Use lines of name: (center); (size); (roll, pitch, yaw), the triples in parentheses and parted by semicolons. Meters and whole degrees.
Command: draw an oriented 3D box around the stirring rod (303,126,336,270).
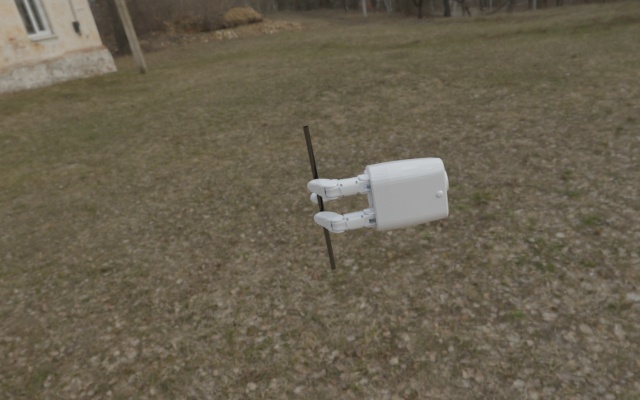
stirring rod: (0.000, 0.002, 0.738); (0.011, 0.240, 0.011); (-10, 22, 4)
